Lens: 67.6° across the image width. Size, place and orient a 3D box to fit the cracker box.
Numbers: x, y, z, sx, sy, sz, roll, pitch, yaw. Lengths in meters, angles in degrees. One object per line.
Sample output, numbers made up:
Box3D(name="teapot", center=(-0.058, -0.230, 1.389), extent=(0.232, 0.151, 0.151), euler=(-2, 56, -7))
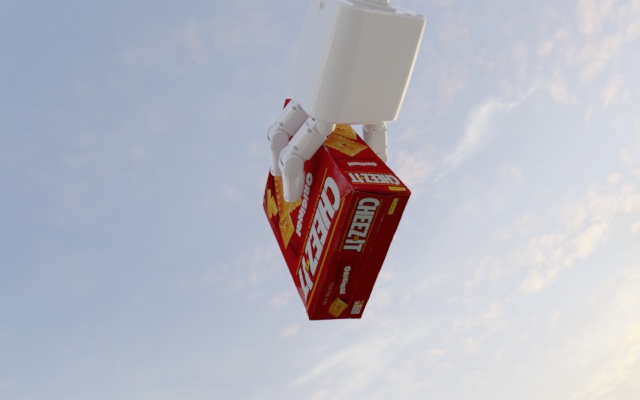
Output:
Box3D(name="cracker box", center=(0.000, 0.002, 0.543), extent=(0.072, 0.164, 0.213), euler=(2, 32, -23))
